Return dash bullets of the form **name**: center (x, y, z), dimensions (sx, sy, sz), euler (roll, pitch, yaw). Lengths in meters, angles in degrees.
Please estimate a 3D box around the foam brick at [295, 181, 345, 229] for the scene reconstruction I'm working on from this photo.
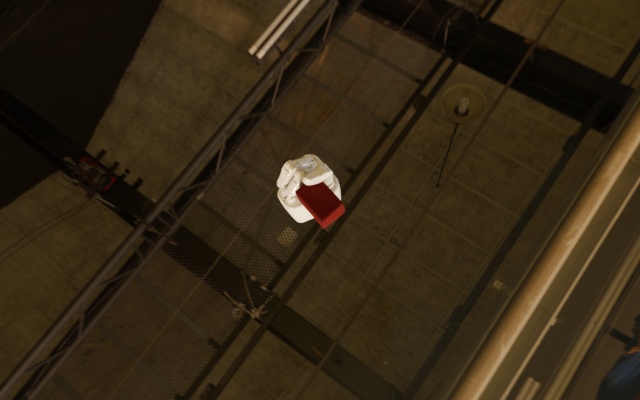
- **foam brick**: center (0.000, 0.003, 0.863), dimensions (0.053, 0.078, 0.051), euler (-39, -19, -7)
